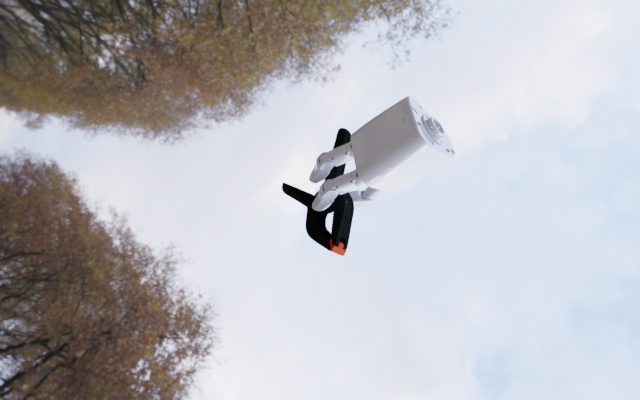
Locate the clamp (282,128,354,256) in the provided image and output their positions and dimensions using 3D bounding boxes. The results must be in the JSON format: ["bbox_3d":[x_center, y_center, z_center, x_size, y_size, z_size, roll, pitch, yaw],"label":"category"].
[{"bbox_3d":[0.001,0.003,0.767,0.036,0.209,0.165,24,-47,-36],"label":"clamp"}]
